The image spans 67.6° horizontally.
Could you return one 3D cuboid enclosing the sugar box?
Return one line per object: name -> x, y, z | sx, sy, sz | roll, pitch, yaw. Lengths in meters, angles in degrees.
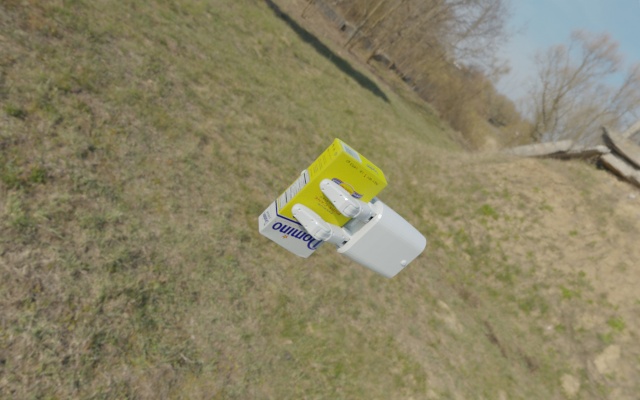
sugar box -> 0.000, 0.003, 0.688 | 0.093, 0.176, 0.048 | 33, 23, -28
